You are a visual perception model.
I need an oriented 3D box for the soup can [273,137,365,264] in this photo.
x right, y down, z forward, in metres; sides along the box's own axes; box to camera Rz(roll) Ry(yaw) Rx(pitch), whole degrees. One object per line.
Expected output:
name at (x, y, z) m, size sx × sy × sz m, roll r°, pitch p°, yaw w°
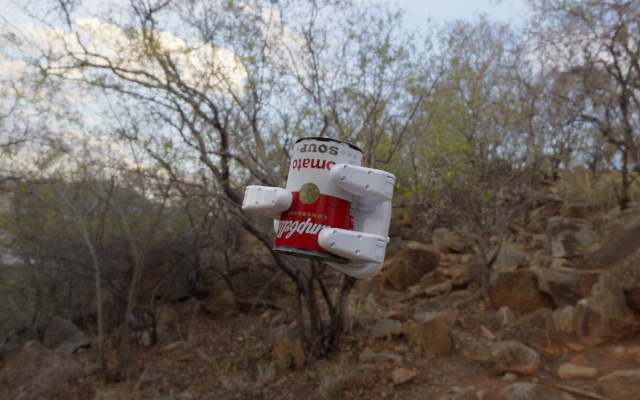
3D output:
soup can at (0.000, 0.001, 0.431) m, size 0.068 × 0.102 × 0.068 m, roll 10°, pitch -10°, yaw 2°
